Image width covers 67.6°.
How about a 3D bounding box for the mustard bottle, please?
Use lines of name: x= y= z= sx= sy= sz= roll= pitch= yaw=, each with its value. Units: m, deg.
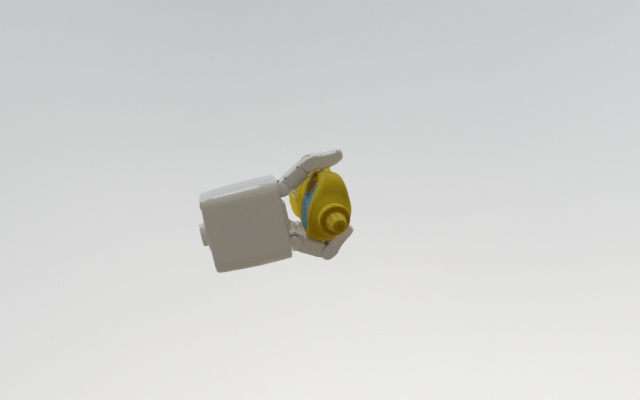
mustard bottle: x=0.000 y=0.002 z=0.671 sx=0.058 sy=0.096 sz=0.191 roll=11 pitch=15 yaw=-17
